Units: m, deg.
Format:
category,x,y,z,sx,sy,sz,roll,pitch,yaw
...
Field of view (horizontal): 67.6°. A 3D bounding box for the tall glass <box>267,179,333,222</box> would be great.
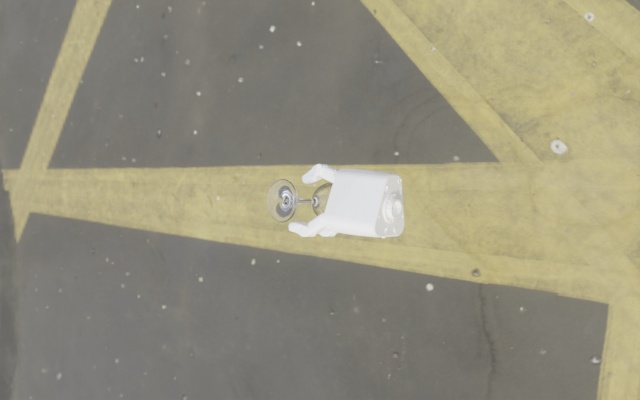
category,x,y,z,sx,sy,sz,roll,pitch,yaw
tall glass,0.000,0.003,0.891,0.079,0.079,0.201,0,-1,41
